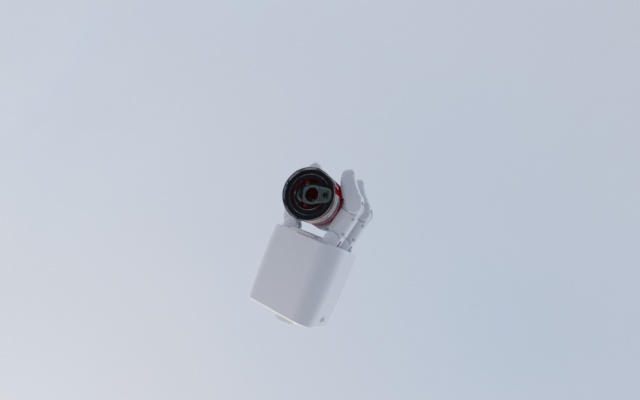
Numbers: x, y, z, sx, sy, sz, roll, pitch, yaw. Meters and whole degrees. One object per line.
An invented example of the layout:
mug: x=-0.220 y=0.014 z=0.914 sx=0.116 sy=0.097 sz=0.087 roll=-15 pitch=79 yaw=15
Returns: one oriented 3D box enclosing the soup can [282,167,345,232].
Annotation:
soup can: x=0.000 y=0.002 z=0.625 sx=0.068 sy=0.068 sz=0.102 roll=0 pitch=-12 yaw=18
